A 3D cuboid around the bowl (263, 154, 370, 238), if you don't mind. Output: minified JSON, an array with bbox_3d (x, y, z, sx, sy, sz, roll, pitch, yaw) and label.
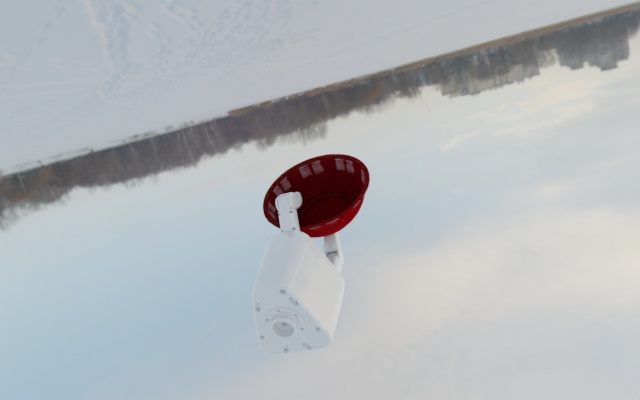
[{"bbox_3d":[0.001,0.002,0.698,0.162,0.055,0.162,-15,39,12],"label":"bowl"}]
